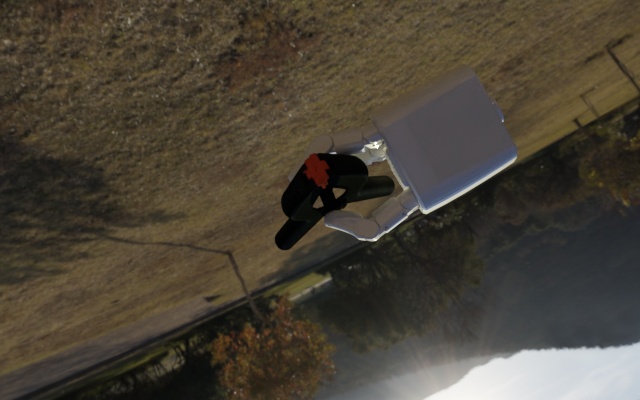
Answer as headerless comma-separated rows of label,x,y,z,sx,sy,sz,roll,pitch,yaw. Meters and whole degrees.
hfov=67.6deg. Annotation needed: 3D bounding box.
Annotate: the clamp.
clamp,0.001,0.002,0.513,0.164,0.036,0.210,-31,-15,6
